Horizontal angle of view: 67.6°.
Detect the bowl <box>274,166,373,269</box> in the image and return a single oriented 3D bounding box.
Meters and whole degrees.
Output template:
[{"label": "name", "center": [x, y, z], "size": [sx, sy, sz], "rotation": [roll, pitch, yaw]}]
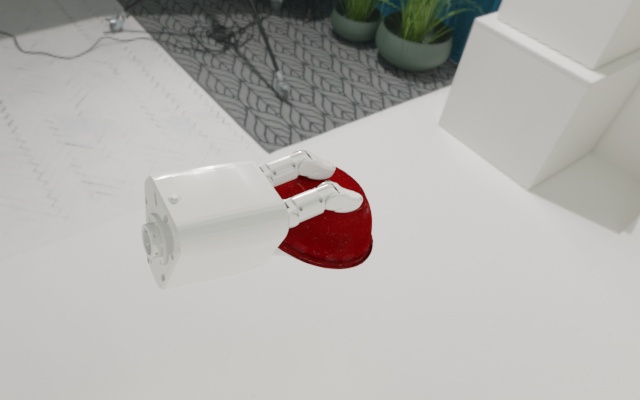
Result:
[{"label": "bowl", "center": [0.001, 0.001, 0.550], "size": [0.162, 0.055, 0.162], "rotation": [21, 32, -13]}]
